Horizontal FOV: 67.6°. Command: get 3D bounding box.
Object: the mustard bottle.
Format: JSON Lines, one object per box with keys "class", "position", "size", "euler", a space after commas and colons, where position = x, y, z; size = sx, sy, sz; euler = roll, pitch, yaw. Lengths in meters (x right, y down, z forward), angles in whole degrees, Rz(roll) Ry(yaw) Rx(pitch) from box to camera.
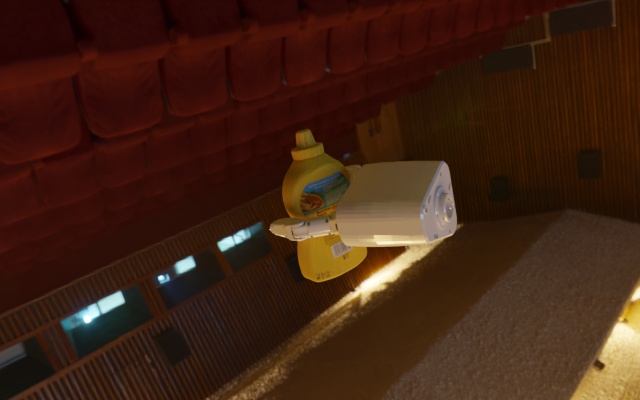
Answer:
{"class": "mustard bottle", "position": [0.000, 0.002, 0.623], "size": [0.096, 0.192, 0.058], "euler": [-23, 18, -29]}
